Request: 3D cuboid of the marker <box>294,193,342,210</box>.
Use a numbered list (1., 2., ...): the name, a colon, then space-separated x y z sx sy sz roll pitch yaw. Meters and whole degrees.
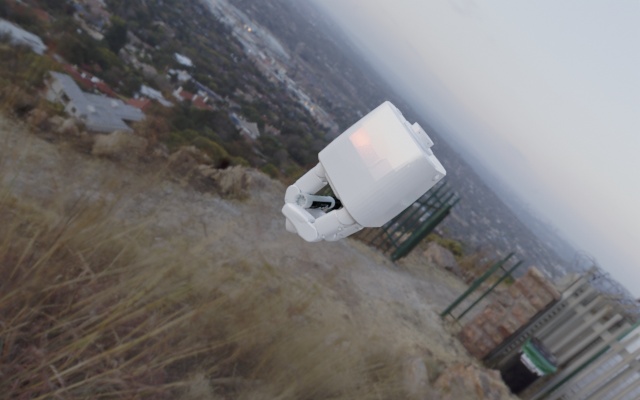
1. marker: 0.000 0.002 0.626 0.020 0.020 0.121 0 -2 24
